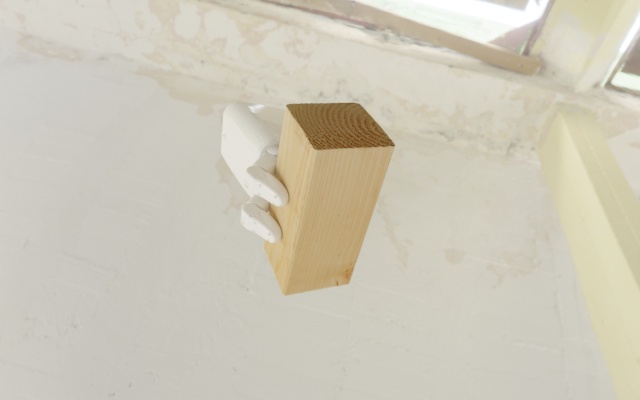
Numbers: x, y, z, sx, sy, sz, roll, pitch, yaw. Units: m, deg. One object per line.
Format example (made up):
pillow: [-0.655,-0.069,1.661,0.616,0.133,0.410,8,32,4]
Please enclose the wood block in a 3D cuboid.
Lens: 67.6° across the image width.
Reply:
wood block: [0.000,0.002,0.545,0.091,0.206,0.090,-7,42,-24]
